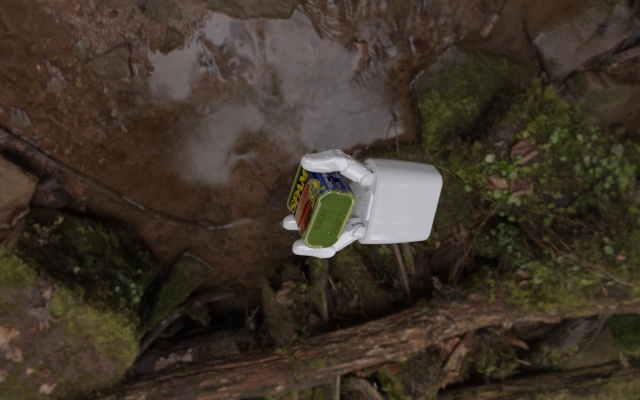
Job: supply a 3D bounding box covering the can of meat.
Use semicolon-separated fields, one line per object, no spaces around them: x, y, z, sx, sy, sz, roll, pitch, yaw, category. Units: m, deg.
0.000;0.002;0.640;0.057;0.102;0.084;4;37;-24;can of meat
